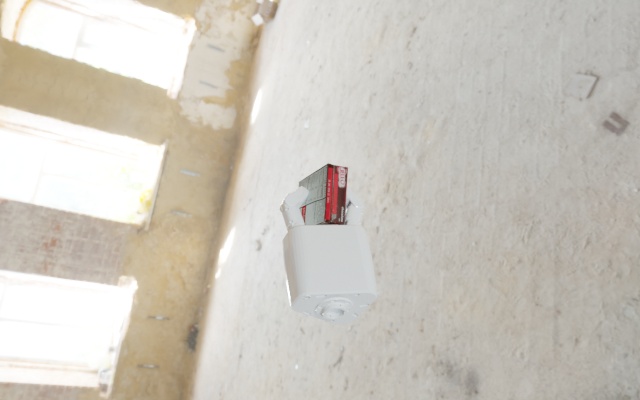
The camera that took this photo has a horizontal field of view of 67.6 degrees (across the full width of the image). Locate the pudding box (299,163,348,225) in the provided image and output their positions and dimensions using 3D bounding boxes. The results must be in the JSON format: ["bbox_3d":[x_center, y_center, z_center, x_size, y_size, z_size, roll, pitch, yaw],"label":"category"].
[{"bbox_3d":[0.000,0.002,0.722,0.039,0.090,0.113,12,-16,-25],"label":"pudding box"}]
